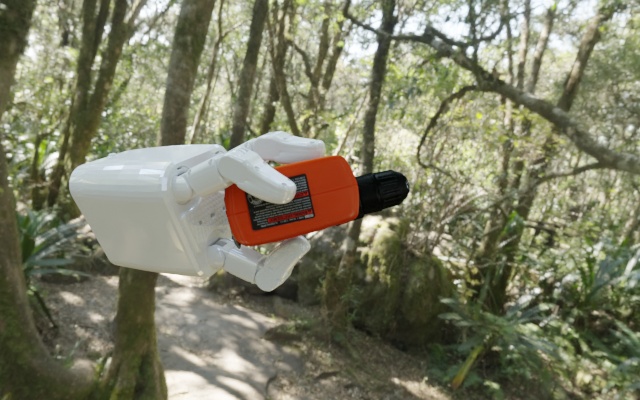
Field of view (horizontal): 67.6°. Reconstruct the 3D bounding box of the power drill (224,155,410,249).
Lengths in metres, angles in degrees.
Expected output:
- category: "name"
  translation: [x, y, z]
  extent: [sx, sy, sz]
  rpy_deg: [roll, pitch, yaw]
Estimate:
- category: "power drill"
  translation: [0.000, 0.001, 0.452]
  extent: [0.184, 0.057, 0.187]
  rpy_deg: [-15, -5, 4]
